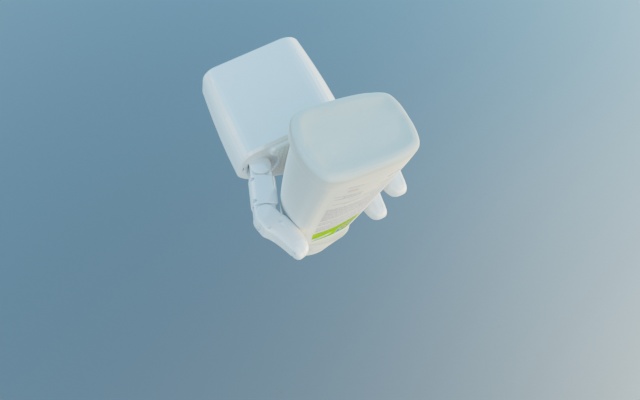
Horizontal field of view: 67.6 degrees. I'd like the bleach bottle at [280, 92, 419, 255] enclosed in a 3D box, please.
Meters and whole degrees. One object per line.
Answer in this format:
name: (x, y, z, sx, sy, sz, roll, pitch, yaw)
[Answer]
bleach bottle: (0.000, 0.001, 0.461, 0.102, 0.068, 0.251, -20, -19, -23)
